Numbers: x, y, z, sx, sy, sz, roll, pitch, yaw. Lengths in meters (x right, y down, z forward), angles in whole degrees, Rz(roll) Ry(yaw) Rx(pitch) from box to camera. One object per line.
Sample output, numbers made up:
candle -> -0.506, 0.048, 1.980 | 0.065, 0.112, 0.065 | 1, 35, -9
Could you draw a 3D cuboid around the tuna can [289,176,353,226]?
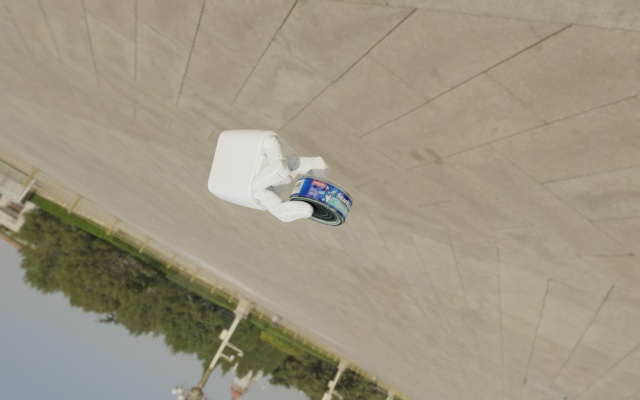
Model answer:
tuna can -> 0.000, 0.003, 0.672 | 0.086, 0.033, 0.086 | 21, -20, 8
